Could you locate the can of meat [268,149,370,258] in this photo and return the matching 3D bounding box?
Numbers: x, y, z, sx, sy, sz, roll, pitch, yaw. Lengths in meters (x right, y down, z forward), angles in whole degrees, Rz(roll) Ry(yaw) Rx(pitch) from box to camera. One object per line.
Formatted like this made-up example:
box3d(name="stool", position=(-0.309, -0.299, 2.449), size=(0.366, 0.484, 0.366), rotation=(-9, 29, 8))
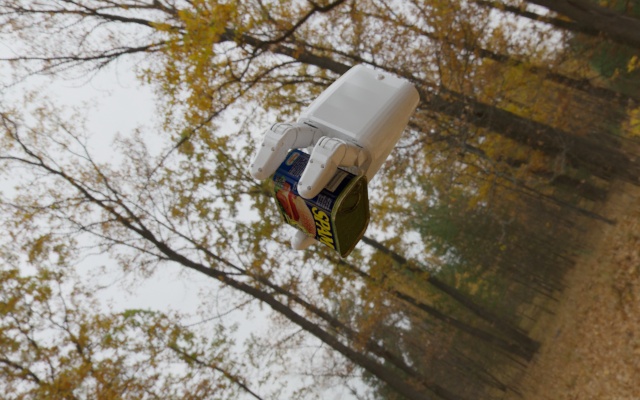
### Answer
box3d(name="can of meat", position=(0.000, 0.002, 0.494), size=(0.084, 0.057, 0.102), rotation=(27, -26, 24))
